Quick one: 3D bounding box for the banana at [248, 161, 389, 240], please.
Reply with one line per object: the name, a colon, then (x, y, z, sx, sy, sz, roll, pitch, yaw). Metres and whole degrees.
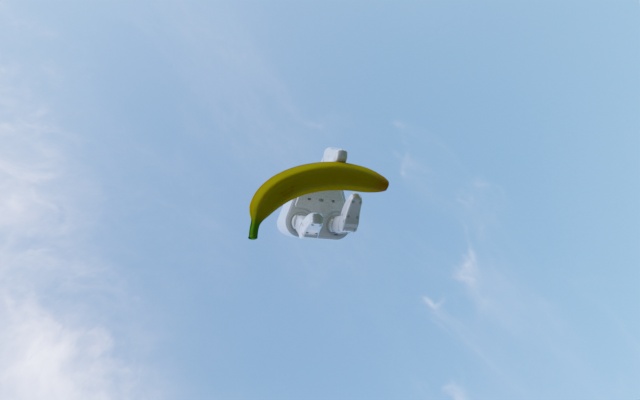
banana: (-0.010, -0.014, 0.603, 0.198, 0.069, 0.037, -20, -3, -17)
